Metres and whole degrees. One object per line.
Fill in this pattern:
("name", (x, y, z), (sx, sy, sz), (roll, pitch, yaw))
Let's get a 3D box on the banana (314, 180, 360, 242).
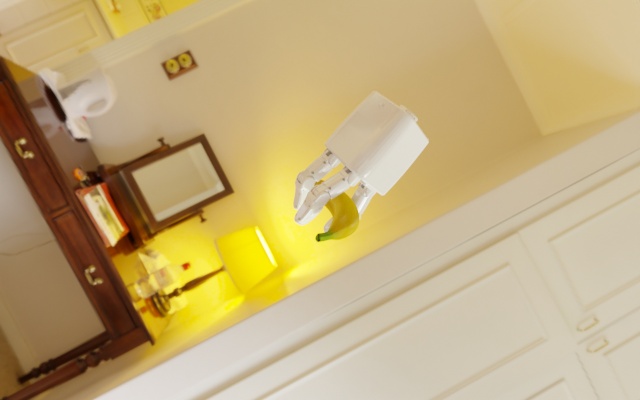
("banana", (0.018, 0.008, 0.700), (0.069, 0.037, 0.197), (14, 20, -13))
